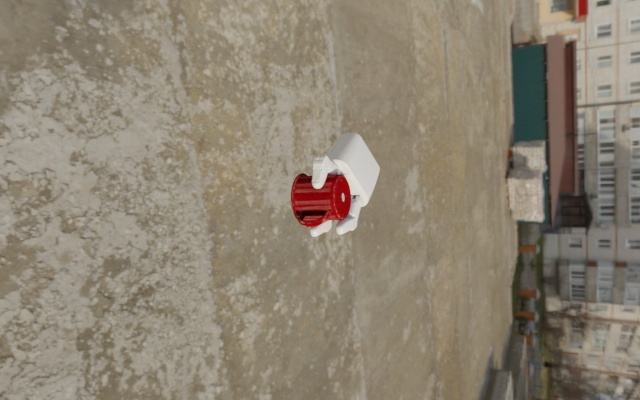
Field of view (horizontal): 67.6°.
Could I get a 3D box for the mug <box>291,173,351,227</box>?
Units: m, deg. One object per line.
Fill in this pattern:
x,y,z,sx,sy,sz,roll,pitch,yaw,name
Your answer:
0.000,0.004,0.851,0.081,0.093,0.117,-2,38,27,mug
